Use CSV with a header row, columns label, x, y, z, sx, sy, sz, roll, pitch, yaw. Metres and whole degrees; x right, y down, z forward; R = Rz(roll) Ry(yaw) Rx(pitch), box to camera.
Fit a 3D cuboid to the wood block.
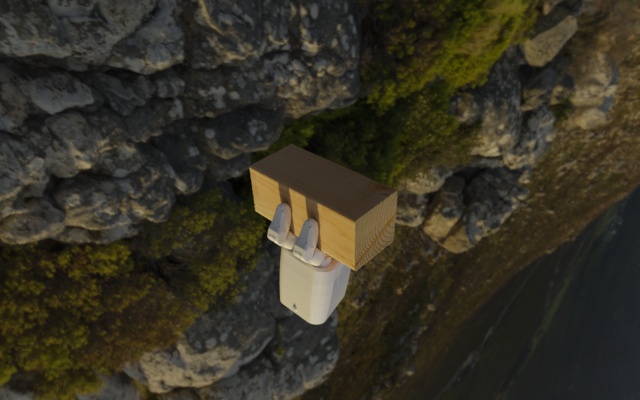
label,x,y,z,sx,sy,sz,roll,pitch,yaw
wood block,0.000,0.003,0.697,0.206,0.090,0.090,27,45,35
